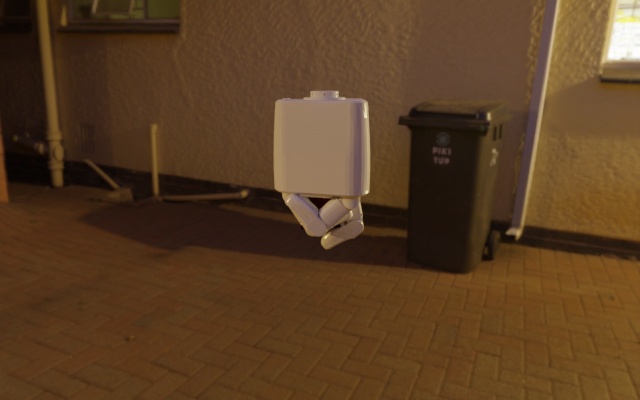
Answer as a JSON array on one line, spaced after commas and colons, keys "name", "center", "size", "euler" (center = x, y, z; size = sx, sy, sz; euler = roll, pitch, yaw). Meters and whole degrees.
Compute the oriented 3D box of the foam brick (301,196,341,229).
[{"name": "foam brick", "center": [0.000, 0.002, 0.631], "size": [0.053, 0.051, 0.078], "euler": [-3, 14, 1]}]
